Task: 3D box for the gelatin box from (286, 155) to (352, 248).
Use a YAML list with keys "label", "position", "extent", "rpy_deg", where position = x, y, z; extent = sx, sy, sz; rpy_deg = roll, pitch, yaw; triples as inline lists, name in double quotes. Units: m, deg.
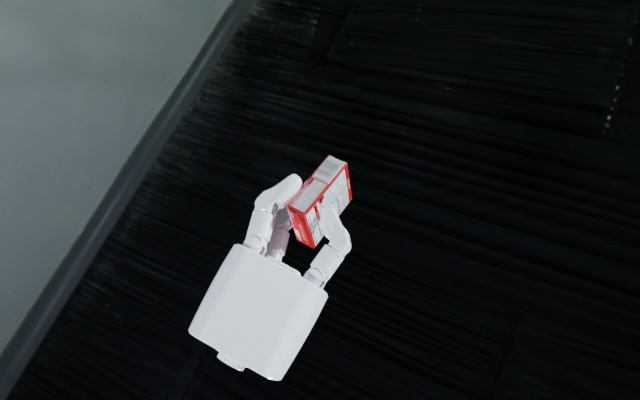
- label: "gelatin box"
  position: [0.001, 0.002, 0.572]
  extent: [0.030, 0.089, 0.073]
  rpy_deg: [27, -27, 26]
